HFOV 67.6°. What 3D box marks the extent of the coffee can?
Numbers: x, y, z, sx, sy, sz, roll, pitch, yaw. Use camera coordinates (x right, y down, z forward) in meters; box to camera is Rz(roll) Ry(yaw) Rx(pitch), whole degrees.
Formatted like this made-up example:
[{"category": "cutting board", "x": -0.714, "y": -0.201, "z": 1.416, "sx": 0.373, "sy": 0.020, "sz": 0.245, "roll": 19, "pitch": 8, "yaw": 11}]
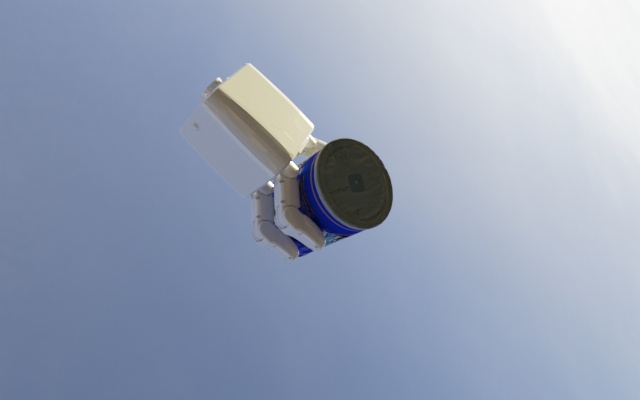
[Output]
[{"category": "coffee can", "x": 0.000, "y": 0.002, "z": 0.558, "sx": 0.103, "sy": 0.102, "sz": 0.140, "roll": 0, "pitch": -18, "yaw": -36}]
